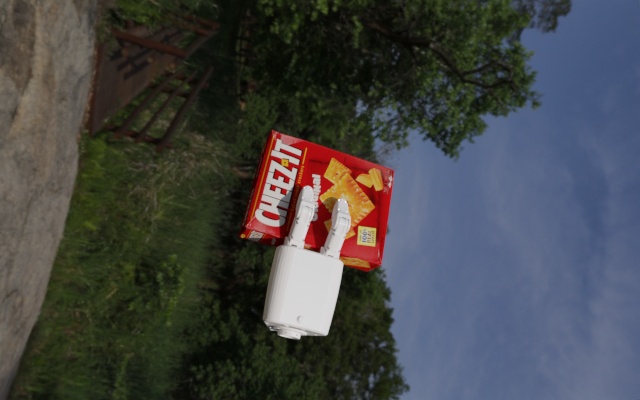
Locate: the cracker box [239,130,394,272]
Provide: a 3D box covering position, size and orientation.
[{"bbox_3d":[0.000,0.003,0.743,0.214,0.164,0.072,17,-22,-12],"label":"cracker box"}]
